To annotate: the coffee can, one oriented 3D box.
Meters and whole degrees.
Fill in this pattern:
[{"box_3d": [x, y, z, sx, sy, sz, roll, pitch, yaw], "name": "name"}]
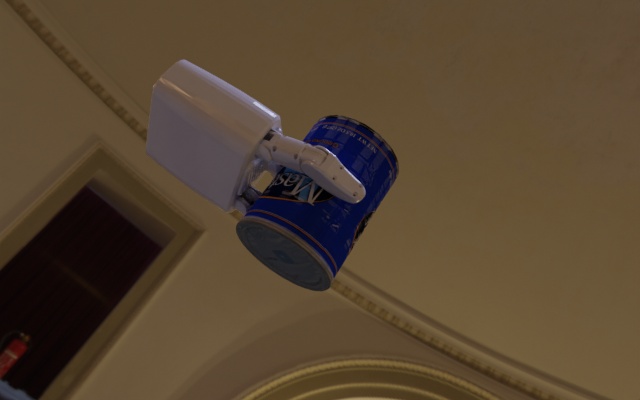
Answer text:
[{"box_3d": [0.000, 0.002, 0.466, 0.103, 0.140, 0.103, 27, -28, 15], "name": "coffee can"}]
